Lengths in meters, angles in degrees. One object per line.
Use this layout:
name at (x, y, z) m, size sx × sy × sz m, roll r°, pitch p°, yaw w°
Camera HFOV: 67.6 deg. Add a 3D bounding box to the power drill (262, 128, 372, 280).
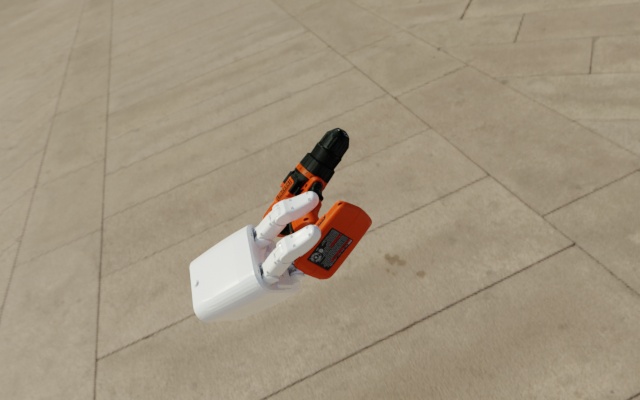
power drill at (0.000, 0.002, 0.636) m, size 0.057 × 0.184 × 0.187 m, roll 29°, pitch 13°, yaw -26°
